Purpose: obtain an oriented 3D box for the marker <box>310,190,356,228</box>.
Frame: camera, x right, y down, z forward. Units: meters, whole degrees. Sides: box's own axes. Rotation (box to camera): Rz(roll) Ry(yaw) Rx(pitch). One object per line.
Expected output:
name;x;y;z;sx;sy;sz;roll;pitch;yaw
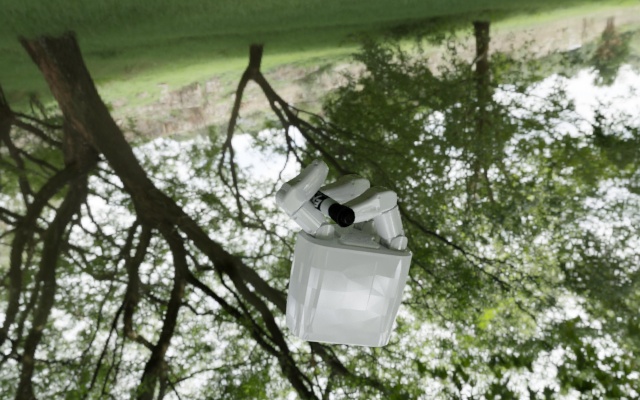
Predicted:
marker;0.000;0.001;0.467;0.020;0.020;0.121;0;15;-26
